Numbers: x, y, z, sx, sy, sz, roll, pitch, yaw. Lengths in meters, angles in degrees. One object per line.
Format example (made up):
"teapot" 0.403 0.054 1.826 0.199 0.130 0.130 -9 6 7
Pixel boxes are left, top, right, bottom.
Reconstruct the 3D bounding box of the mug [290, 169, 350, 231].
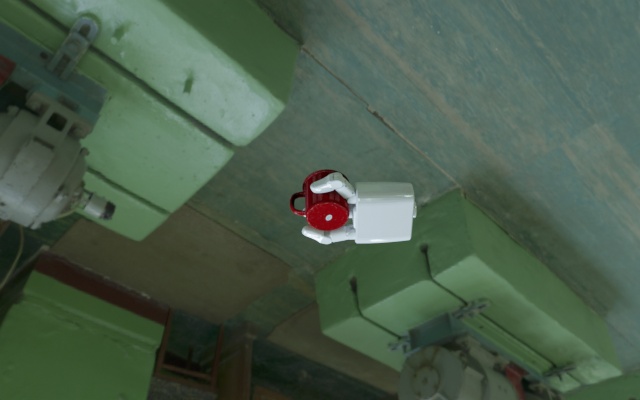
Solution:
"mug" -0.001 0.003 0.899 0.117 0.081 0.093 -2 -45 1
